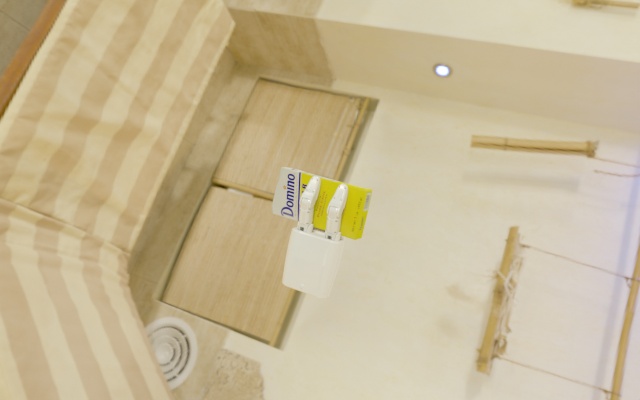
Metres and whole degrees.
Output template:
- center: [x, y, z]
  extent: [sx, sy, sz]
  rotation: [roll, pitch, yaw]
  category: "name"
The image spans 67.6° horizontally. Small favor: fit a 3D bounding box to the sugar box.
- center: [0.000, 0.003, 0.878]
  extent: [0.176, 0.093, 0.048]
  rotation: [15, 7, 20]
  category: "sugar box"
